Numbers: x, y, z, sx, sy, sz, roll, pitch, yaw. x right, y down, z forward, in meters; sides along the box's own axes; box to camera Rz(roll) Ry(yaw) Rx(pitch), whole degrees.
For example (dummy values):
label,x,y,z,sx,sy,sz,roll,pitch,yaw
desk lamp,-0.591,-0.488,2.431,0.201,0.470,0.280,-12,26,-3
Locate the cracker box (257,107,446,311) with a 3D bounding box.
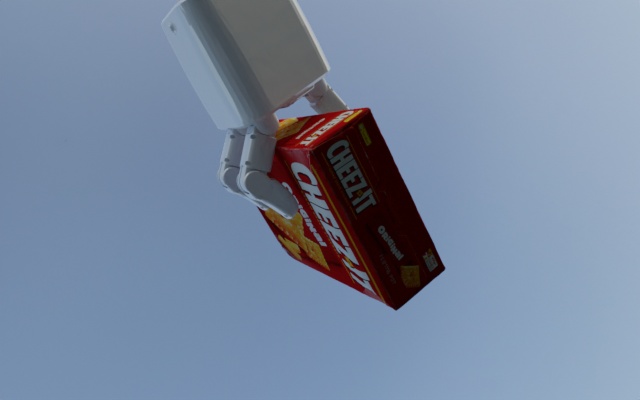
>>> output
label,x,y,z,sx,sy,sz,roll,pitch,yaw
cracker box,0.000,0.001,0.474,0.072,0.164,0.213,-37,22,-19
